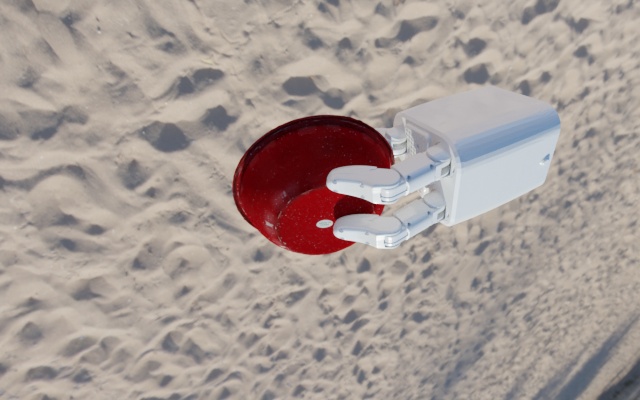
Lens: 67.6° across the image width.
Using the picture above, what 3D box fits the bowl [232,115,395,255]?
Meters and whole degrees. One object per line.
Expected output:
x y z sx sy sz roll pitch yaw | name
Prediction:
-0.001 0.002 0.449 0.162 0.162 0.055 0 44 -15 | bowl
